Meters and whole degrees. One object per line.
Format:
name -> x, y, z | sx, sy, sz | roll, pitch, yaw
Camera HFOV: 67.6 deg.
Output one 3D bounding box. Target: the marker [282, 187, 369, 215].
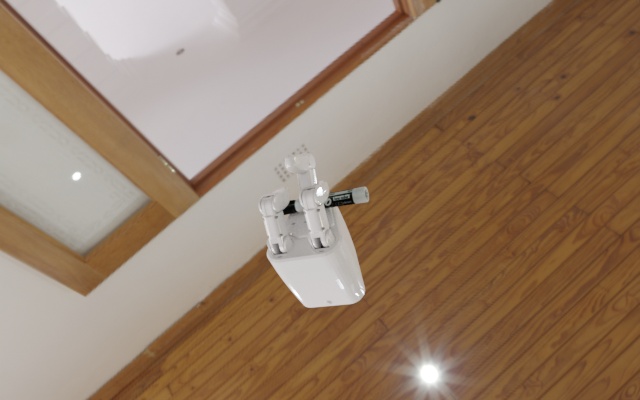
marker -> 0.000, 0.002, 0.593 | 0.121, 0.020, 0.020 | -10, -4, 22
